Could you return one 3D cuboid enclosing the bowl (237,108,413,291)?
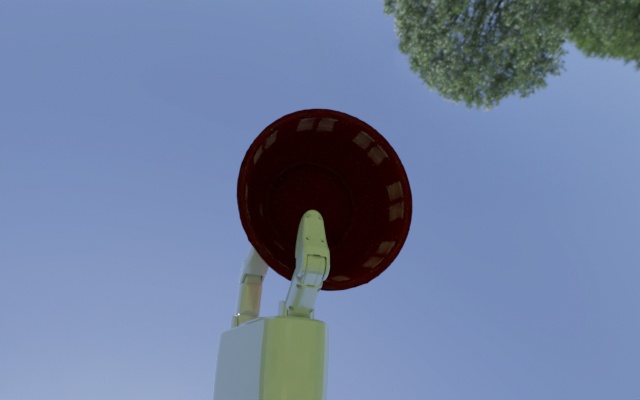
[{"bbox_3d":[0.000,0.000,0.436,0.162,0.162,0.055,0,-11,-20],"label":"bowl"}]
